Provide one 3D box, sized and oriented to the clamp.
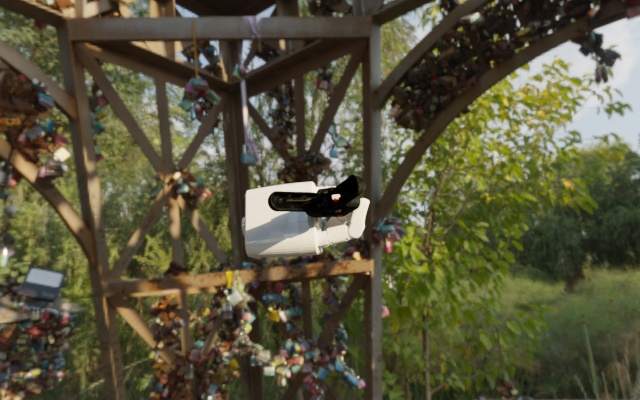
[{"bbox_3d":[0.000,0.001,0.637,0.120,0.039,0.171,-4,-12,4],"label":"clamp"}]
